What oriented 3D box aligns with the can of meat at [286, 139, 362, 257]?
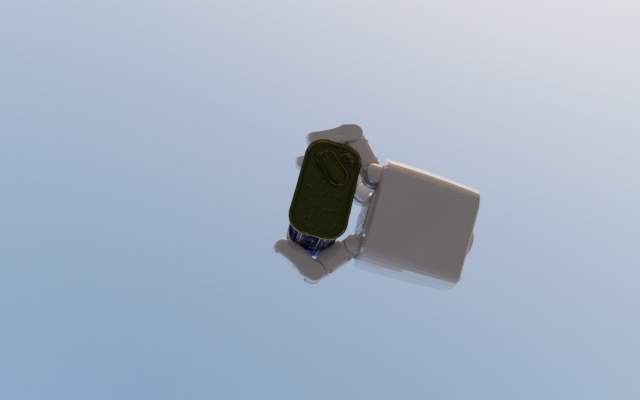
[{"bbox_3d":[0.000,0.002,0.497,0.057,0.102,0.084,15,-22,-2],"label":"can of meat"}]
